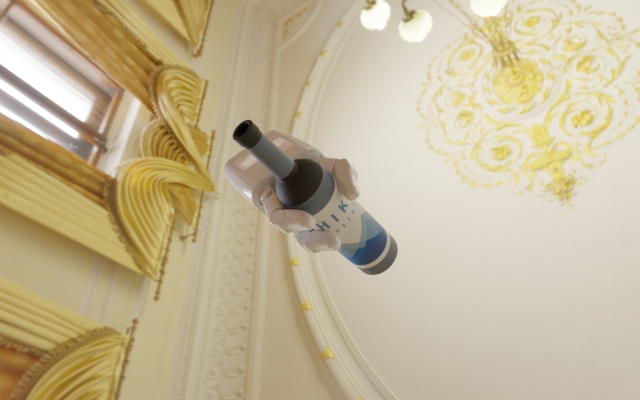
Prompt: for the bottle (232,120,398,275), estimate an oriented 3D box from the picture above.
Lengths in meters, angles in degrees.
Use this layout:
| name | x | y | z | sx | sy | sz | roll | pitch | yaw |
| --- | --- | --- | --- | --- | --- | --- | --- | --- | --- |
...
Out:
| name | x | y | z | sx | sy | sz | roll | pitch | yaw |
| --- | --- | --- | --- | --- | --- | --- | --- | --- | --- |
| bottle | 0.000 | 0.002 | 0.593 | 0.069 | 0.069 | 0.296 | 0 | -31 | 40 |
